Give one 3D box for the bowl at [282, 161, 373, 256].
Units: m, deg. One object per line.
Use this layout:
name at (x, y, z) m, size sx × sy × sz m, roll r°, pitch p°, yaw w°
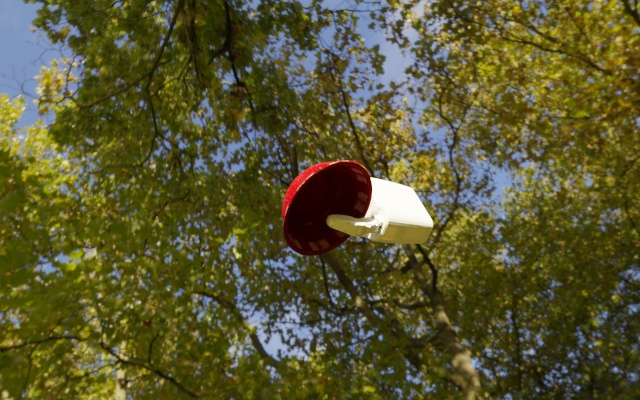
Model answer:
bowl at (-0.001, 0.002, 0.721) m, size 0.162 × 0.162 × 0.055 m, roll 0°, pitch 29°, yaw -41°
